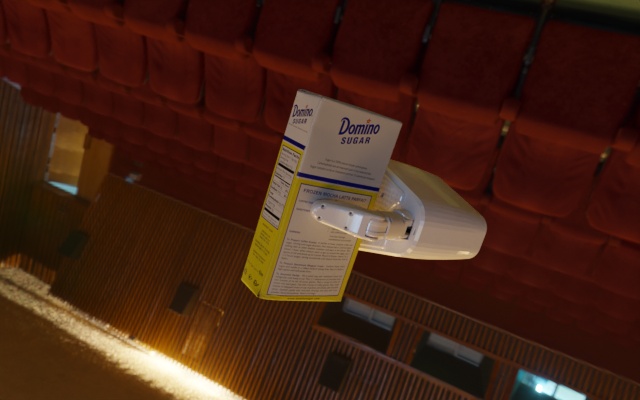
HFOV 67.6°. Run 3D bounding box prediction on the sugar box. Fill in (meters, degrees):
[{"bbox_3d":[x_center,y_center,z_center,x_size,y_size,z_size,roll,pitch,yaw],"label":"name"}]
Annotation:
[{"bbox_3d":[0.000,0.001,0.421,0.093,0.176,0.048,10,12,-37],"label":"sugar box"}]
